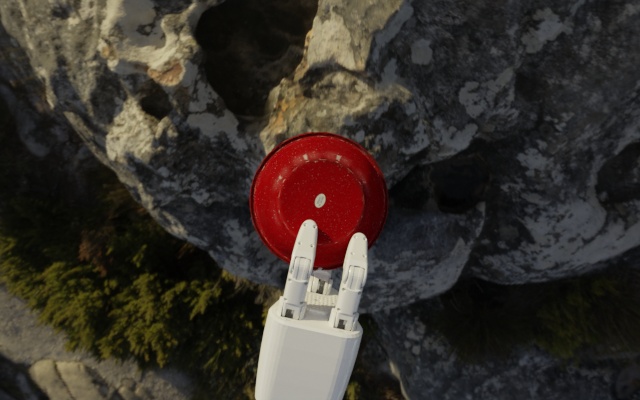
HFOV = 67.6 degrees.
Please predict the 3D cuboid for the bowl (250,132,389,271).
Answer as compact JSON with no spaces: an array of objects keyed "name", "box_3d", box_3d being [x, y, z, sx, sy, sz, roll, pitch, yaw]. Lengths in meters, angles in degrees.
[{"name":"bowl","box_3d":[0.000,0.000,0.528,0.162,0.162,0.055,0,1,-3]}]
